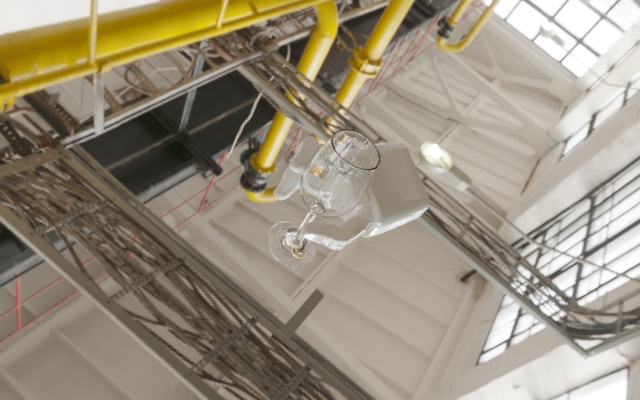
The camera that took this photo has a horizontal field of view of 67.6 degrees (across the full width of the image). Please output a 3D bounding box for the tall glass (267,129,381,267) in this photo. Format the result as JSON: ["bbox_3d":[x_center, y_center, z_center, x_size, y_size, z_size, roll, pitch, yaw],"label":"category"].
[{"bbox_3d":[0.000,0.002,0.599,0.079,0.079,0.201,0,-36,-30],"label":"tall glass"}]
